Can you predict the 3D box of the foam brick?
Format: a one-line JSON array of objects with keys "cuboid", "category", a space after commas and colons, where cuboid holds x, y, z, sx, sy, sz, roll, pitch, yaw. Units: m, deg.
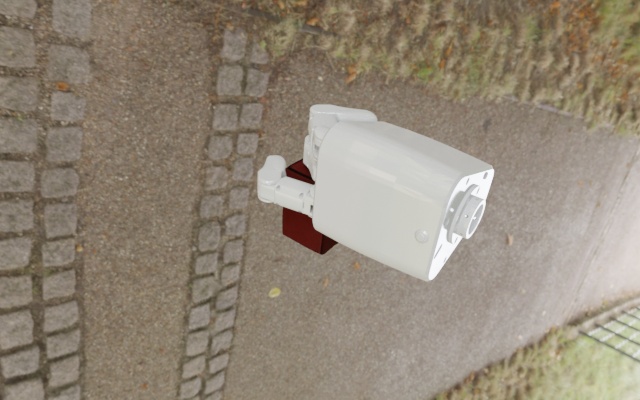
[{"cuboid": [0.000, 0.002, 0.454, 0.051, 0.078, 0.053, 25, 38, 28], "category": "foam brick"}]
